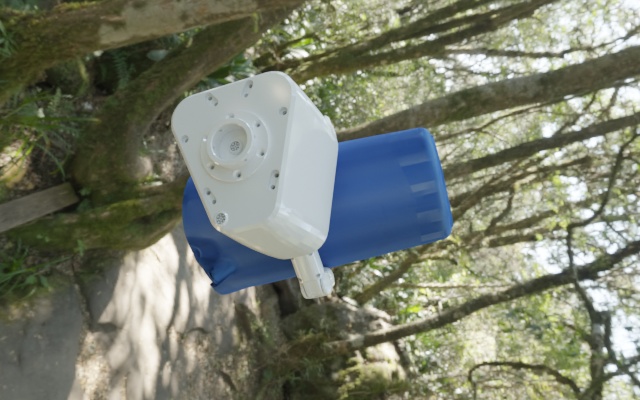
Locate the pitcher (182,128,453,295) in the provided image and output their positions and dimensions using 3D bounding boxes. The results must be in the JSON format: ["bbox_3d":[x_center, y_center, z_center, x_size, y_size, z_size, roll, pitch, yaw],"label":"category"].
[{"bbox_3d":[0.000,0.002,0.484,0.243,0.149,0.145,-13,-17,12],"label":"pitcher"}]
